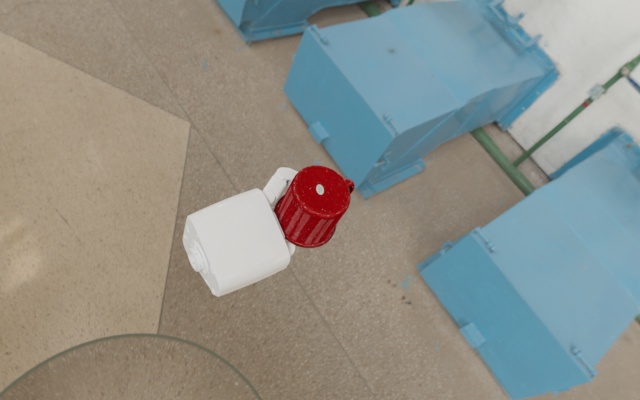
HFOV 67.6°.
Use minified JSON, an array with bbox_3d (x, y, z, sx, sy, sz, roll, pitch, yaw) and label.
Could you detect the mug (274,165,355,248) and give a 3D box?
[{"bbox_3d":[0.001,0.002,0.654,0.117,0.093,0.081,-22,-20,-30],"label":"mug"}]
